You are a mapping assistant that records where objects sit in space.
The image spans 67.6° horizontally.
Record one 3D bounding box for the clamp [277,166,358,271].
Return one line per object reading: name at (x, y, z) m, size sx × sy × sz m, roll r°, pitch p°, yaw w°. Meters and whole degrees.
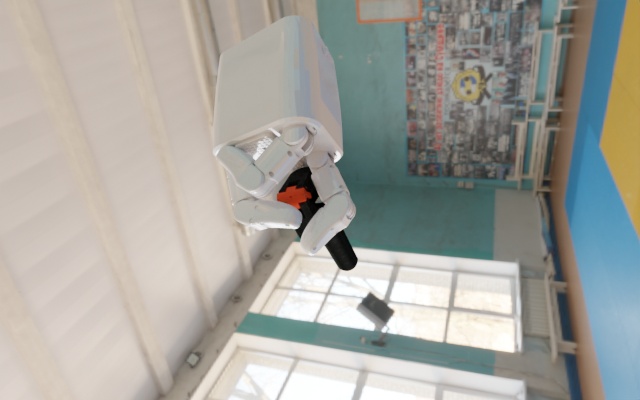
clamp at (-0.001, 0.002, 0.498) m, size 0.039 × 0.120 × 0.171 m, roll -18°, pitch -23°, yaw 11°
